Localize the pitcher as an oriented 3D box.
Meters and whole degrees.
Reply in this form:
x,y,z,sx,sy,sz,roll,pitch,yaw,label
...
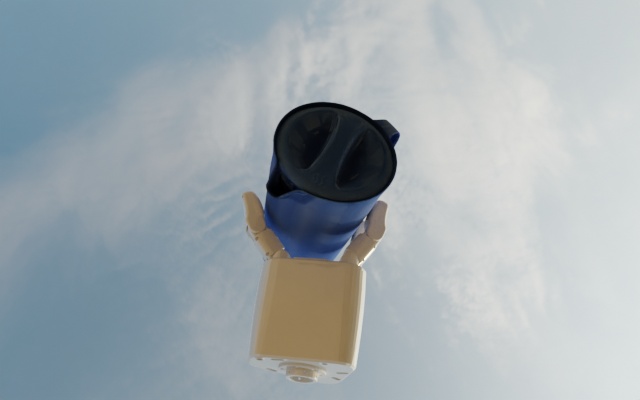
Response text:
x,y,z,sx,sy,sz,roll,pitch,yaw,label
0.000,0.002,0.594,0.149,0.145,0.243,11,-33,-8,pitcher
